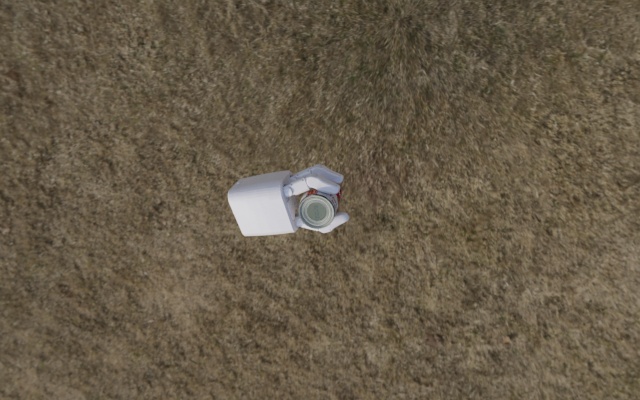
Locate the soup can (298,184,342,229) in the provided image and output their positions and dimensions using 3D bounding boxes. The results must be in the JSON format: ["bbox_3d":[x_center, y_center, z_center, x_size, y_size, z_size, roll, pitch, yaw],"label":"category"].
[{"bbox_3d":[0.001,0.003,0.886,0.068,0.068,0.102,0,21,9],"label":"soup can"}]
